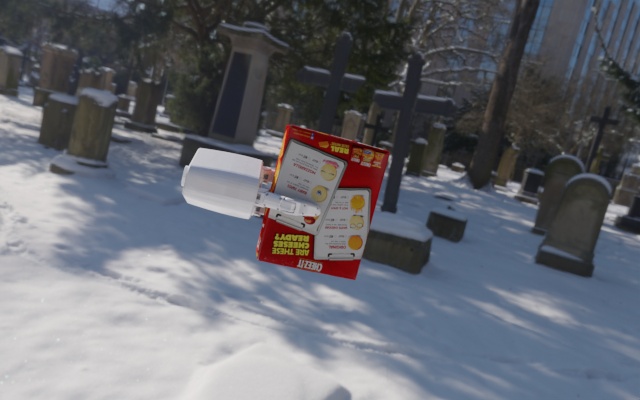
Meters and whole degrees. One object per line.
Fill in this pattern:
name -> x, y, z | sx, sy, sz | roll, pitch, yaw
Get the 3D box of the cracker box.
cracker box -> 0.000, 0.002, 0.764 | 0.164, 0.214, 0.072 | 13, 7, -11
